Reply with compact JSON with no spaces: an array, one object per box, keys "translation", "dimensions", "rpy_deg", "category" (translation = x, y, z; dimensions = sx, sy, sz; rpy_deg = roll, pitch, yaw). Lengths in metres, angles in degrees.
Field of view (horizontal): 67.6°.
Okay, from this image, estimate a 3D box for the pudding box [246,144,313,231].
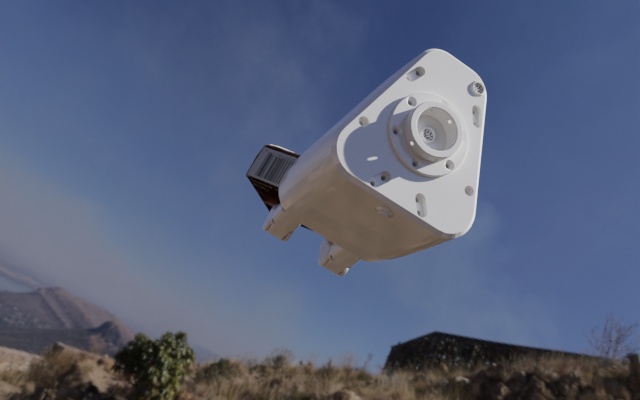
[{"translation":[0.000,0.001,0.424],"dimensions":[0.113,0.039,0.090],"rpy_deg":[23,-18,17],"category":"pudding box"}]
